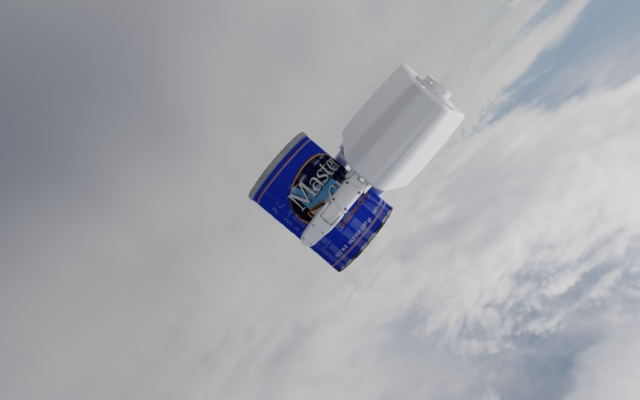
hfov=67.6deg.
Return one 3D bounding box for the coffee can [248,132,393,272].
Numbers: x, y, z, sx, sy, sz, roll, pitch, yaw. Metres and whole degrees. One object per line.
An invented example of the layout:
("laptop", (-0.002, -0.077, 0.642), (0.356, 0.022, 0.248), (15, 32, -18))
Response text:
("coffee can", (0.000, 0.002, 0.572), (0.140, 0.103, 0.103), (40, -1, -1))
